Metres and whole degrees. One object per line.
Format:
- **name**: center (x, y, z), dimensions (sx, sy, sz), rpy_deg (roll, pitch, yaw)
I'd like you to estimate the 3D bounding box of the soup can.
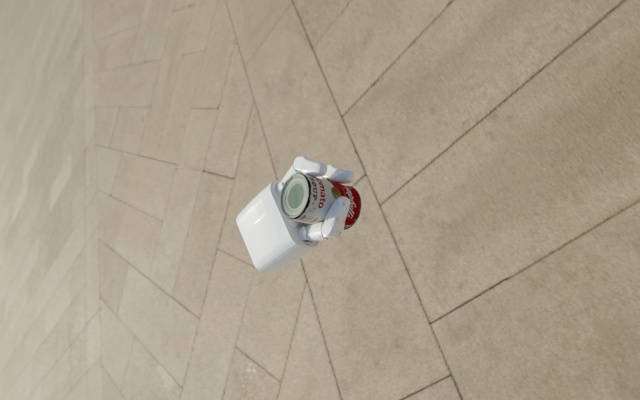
- **soup can**: center (0.000, 0.002, 0.692), dimensions (0.102, 0.068, 0.068), rpy_deg (14, -9, -40)
